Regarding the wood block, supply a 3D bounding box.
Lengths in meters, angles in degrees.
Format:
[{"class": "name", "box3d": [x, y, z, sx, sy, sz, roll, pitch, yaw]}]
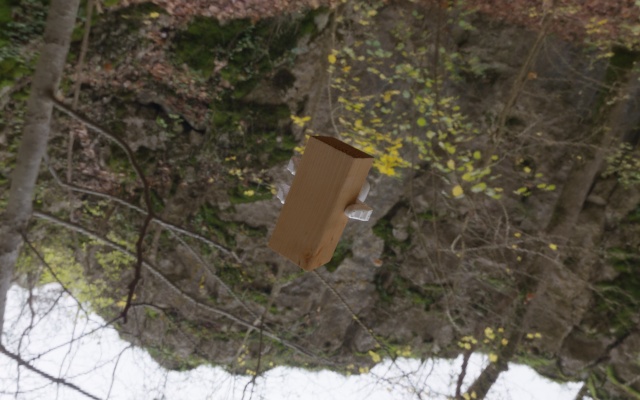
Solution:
[{"class": "wood block", "box3d": [0.001, 0.003, 0.812, 0.091, 0.206, 0.090, 29, 17, 22]}]
